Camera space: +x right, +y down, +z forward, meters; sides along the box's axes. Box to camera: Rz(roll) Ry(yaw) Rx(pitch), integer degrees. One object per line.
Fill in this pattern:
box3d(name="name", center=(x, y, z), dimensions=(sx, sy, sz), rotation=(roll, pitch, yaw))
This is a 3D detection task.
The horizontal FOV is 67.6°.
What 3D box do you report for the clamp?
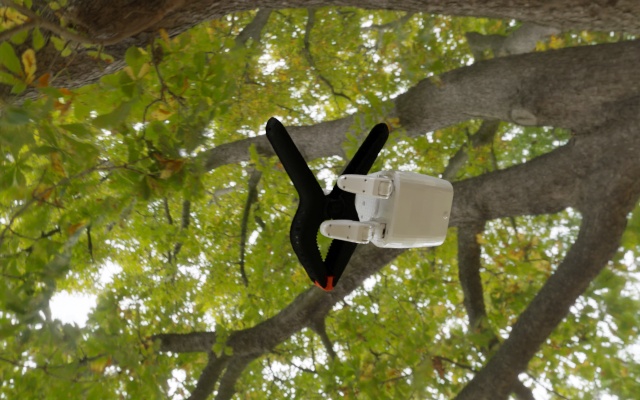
box3d(name="clamp", center=(0.000, 0.002, 0.561), dimensions=(0.164, 0.210, 0.036), rotation=(5, 7, -32))
